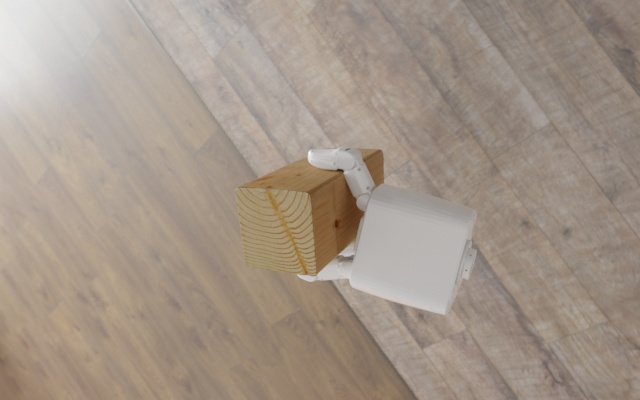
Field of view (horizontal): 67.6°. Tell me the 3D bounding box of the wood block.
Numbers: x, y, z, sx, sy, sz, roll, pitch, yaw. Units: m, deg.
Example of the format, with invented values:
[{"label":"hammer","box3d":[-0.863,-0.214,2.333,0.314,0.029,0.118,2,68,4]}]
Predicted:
[{"label":"wood block","box3d":[0.000,0.002,0.567,0.090,0.091,0.206,4,18,26]}]
